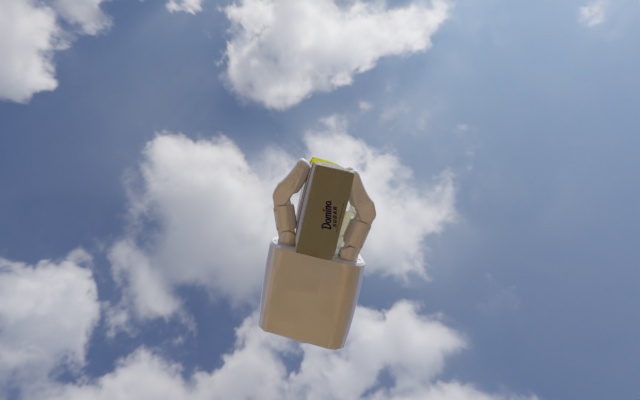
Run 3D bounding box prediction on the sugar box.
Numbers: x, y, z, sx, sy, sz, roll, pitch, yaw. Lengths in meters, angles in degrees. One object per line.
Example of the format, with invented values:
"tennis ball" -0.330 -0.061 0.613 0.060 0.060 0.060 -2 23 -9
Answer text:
"sugar box" 0.001 0.002 0.551 0.048 0.093 0.176 13 7 -7
